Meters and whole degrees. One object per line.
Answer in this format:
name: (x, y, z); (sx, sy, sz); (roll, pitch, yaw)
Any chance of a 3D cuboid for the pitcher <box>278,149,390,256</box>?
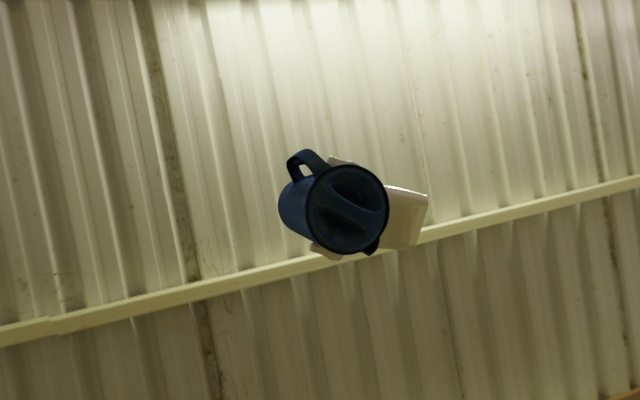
pitcher: (0.000, 0.003, 0.802); (0.145, 0.149, 0.243); (8, -2, -19)
